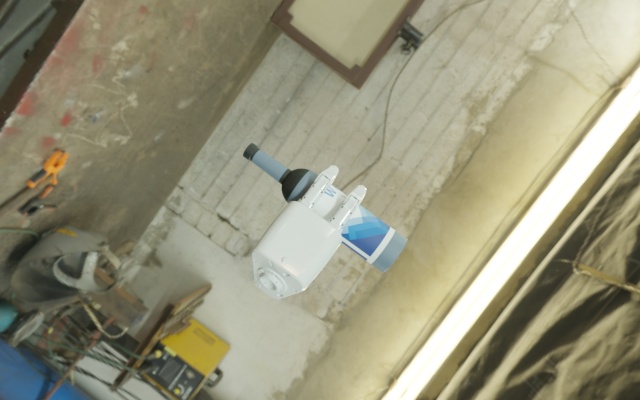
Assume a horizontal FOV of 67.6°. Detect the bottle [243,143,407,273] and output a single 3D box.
[{"bbox_3d":[0.000,0.003,0.771,0.295,0.069,0.069,36,2,4],"label":"bottle"}]
